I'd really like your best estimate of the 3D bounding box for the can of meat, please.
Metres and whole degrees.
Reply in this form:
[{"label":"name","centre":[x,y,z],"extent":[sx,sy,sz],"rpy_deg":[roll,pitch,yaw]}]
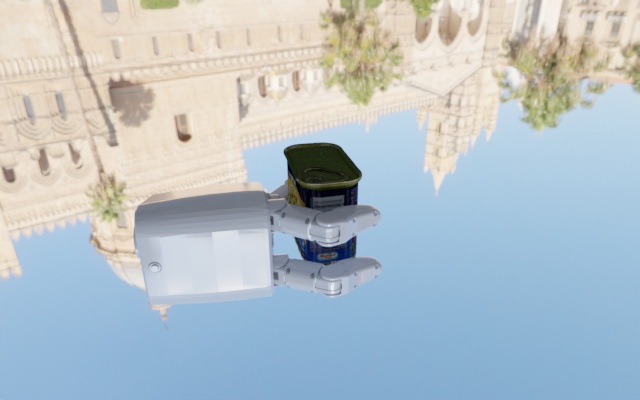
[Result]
[{"label":"can of meat","centre":[0.000,0.002,0.449],"extent":[0.057,0.084,0.102],"rpy_deg":[-6,26,-12]}]
